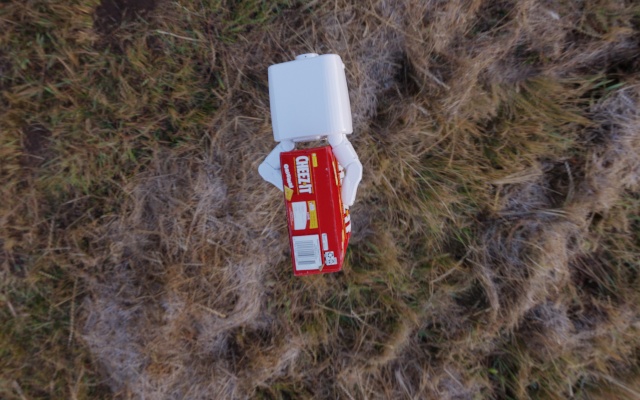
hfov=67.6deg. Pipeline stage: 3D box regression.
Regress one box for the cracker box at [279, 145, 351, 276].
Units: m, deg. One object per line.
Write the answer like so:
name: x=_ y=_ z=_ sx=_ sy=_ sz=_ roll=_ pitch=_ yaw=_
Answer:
cracker box: x=0.000 y=0.002 z=0.708 sx=0.072 sy=0.164 sz=0.213 roll=-6 pitch=6 yaw=8
